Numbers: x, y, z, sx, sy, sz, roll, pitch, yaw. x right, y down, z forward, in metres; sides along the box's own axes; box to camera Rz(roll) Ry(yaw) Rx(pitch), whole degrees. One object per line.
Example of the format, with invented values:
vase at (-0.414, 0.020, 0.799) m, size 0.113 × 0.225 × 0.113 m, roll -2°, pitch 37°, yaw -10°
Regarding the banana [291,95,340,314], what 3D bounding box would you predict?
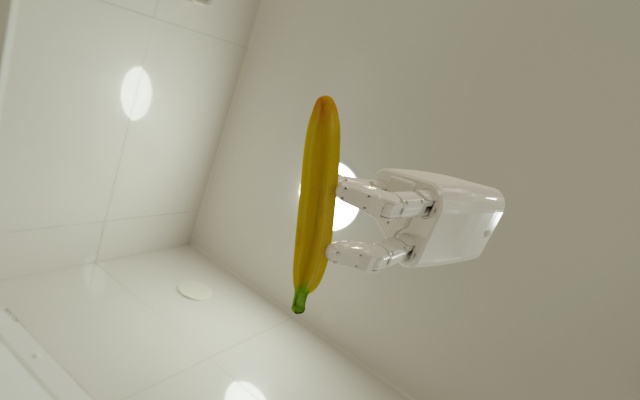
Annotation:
banana at (-0.002, 0.003, 0.455) m, size 0.037 × 0.198 × 0.069 m, roll 5°, pitch 5°, yaw -6°
